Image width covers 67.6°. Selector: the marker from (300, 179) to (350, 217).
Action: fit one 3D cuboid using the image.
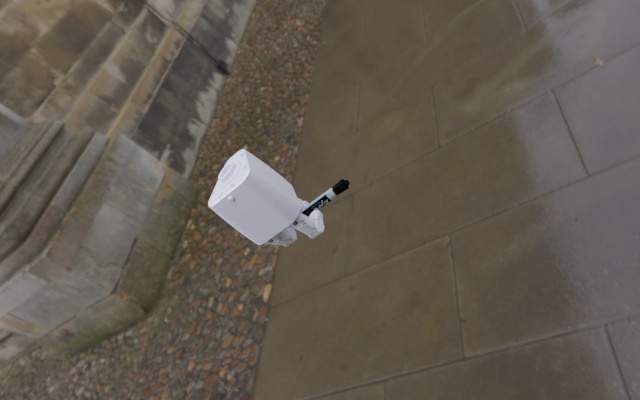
[{"bbox_3d":[0.000,0.003,0.801,0.121,0.020,0.020,-37,-16,23],"label":"marker"}]
